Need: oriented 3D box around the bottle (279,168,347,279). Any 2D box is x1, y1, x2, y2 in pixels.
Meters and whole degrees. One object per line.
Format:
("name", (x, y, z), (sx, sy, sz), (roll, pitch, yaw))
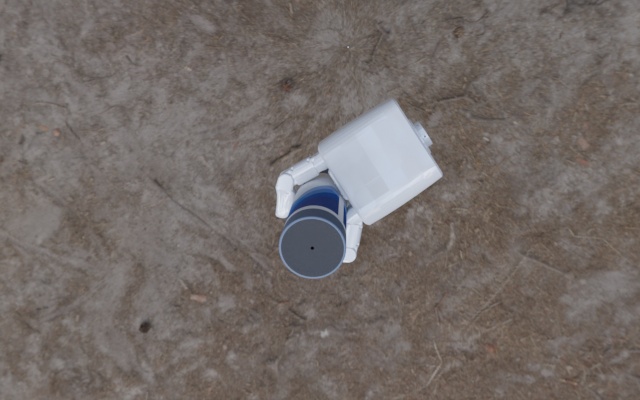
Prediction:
("bottle", (0.000, 0.002, 0.605), (0.069, 0.069, 0.295), (0, 18, 3))
